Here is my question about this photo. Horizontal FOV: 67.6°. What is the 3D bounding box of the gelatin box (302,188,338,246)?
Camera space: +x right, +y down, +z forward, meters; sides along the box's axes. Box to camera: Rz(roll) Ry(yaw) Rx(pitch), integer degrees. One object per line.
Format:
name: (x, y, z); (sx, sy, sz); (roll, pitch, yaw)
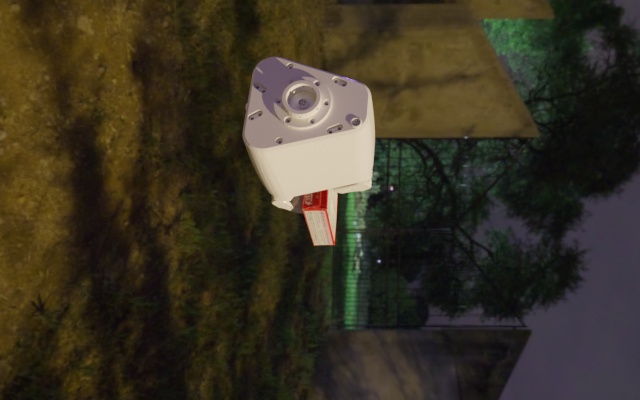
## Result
gelatin box: (0.001, 0.002, 0.568); (0.030, 0.073, 0.089); (-2, -32, 9)
